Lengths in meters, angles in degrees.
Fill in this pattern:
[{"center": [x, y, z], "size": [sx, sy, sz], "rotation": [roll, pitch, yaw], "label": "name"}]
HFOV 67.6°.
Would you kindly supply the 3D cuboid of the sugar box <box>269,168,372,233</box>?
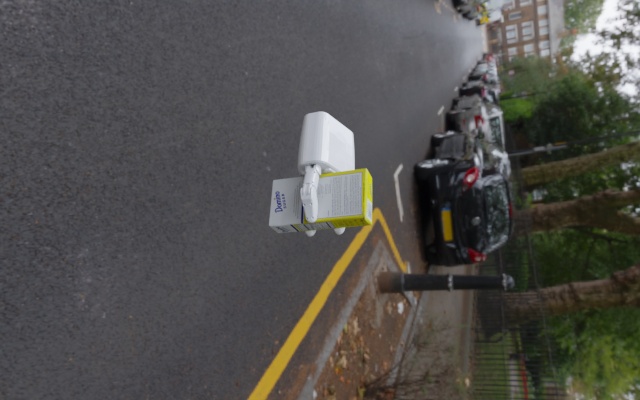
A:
[{"center": [0.000, 0.003, 0.834], "size": [0.176, 0.093, 0.048], "rotation": [-7, -26, 21], "label": "sugar box"}]
